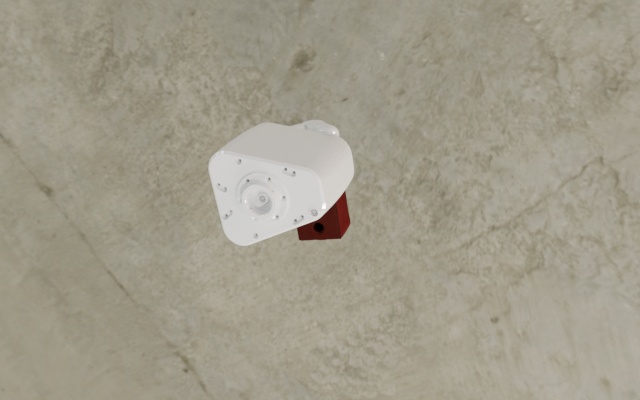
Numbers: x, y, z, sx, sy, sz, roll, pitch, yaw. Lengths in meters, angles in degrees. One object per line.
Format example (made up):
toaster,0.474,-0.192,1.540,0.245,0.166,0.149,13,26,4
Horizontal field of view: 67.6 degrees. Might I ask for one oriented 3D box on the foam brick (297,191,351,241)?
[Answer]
foam brick,0.000,0.002,0.551,0.053,0.078,0.051,-4,19,17
